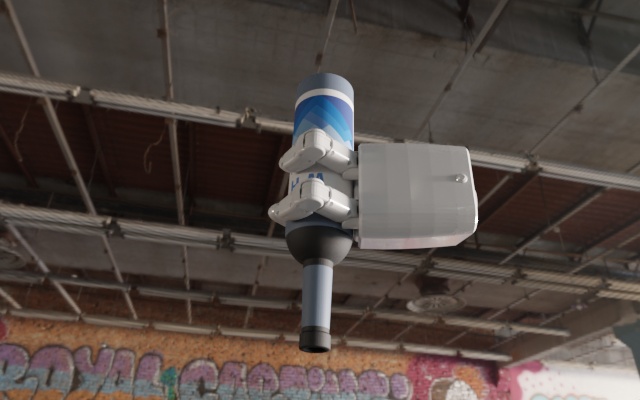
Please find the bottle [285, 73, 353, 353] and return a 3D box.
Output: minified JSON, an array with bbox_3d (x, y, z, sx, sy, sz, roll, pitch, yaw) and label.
[{"bbox_3d":[0.000,0.001,0.484,0.069,0.295,0.069,2,-30,1],"label":"bottle"}]
